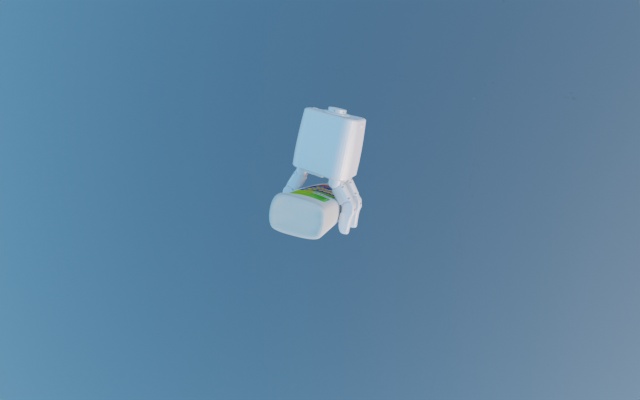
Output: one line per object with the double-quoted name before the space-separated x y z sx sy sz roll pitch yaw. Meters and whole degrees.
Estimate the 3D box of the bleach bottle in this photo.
"bleach bottle" 0.000 0.003 0.890 0.102 0.068 0.250 15 16 14
